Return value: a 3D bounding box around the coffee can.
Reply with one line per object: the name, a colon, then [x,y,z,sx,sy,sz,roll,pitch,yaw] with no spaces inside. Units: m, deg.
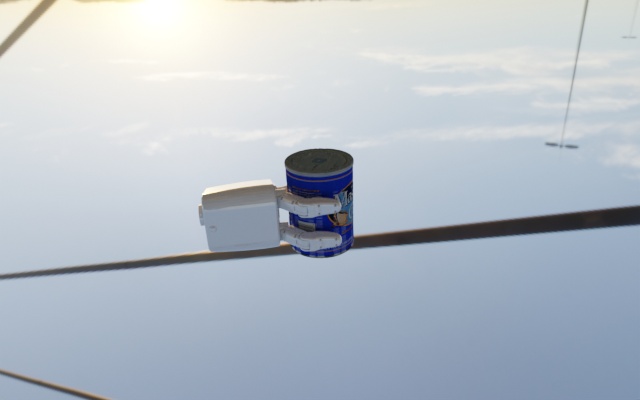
coffee can: [0.000,0.002,0.733,0.103,0.140,0.102,-2,26,1]
